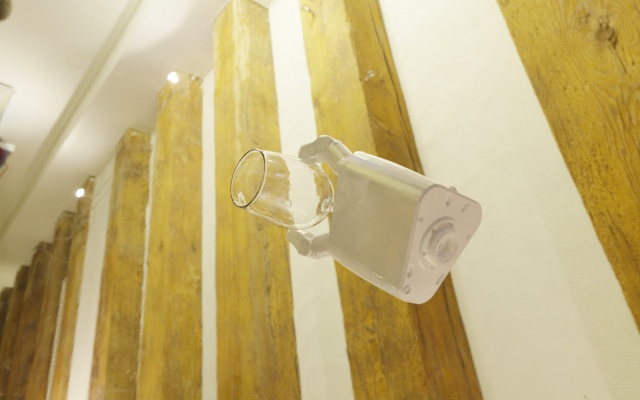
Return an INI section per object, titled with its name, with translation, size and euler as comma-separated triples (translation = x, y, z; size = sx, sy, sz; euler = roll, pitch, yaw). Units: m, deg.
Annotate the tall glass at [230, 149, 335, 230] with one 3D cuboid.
[tall glass]
translation = 0.000, 0.002, 0.540
size = 0.201, 0.079, 0.079
euler = 18, -12, -38
